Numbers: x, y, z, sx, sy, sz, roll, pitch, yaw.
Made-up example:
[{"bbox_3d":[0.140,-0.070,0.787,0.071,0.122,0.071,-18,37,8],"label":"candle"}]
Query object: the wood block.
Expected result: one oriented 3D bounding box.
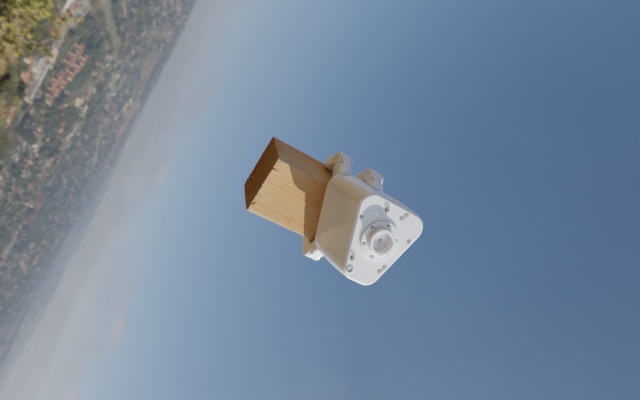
[{"bbox_3d":[0.000,0.003,0.707,0.206,0.091,0.090,27,18,-22],"label":"wood block"}]
